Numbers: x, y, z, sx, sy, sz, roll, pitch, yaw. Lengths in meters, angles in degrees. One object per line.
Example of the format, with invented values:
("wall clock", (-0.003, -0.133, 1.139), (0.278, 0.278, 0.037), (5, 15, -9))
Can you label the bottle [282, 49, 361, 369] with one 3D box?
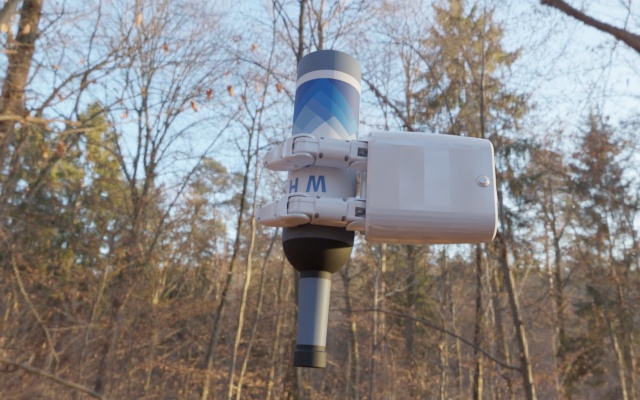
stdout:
("bottle", (0.000, 0.001, 0.449), (0.069, 0.295, 0.069), (3, -19, 1))
